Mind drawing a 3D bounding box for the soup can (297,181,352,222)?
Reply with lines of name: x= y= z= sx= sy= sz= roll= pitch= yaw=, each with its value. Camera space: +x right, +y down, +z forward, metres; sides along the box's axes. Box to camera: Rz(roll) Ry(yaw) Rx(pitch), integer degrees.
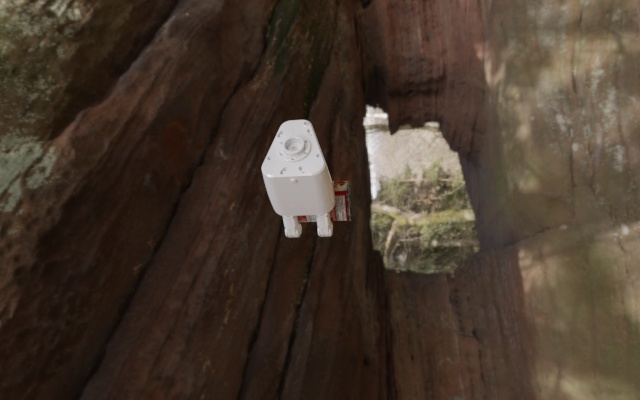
soup can: x=0.000 y=0.003 z=0.808 sx=0.102 sy=0.068 sz=0.068 roll=-3 pitch=0 yaw=7
